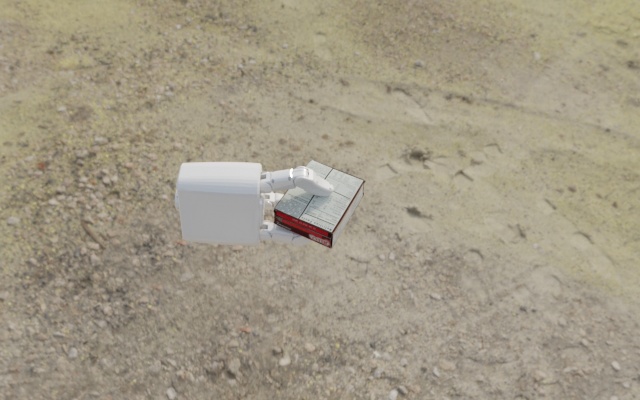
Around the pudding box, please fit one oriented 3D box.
[{"bbox_3d":[0.000,0.002,0.663,0.090,0.113,0.039,23,-36,15],"label":"pudding box"}]
